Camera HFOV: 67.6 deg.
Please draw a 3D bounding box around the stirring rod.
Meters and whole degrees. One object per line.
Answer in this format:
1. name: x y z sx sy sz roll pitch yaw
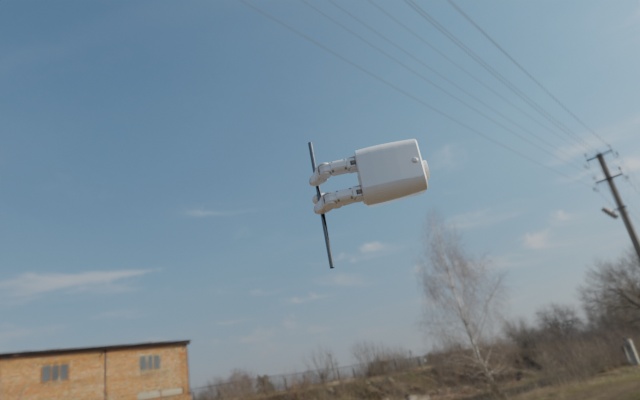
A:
1. stirring rod: 0.000 0.003 0.840 0.011 0.239 0.011 -9 -22 -4
